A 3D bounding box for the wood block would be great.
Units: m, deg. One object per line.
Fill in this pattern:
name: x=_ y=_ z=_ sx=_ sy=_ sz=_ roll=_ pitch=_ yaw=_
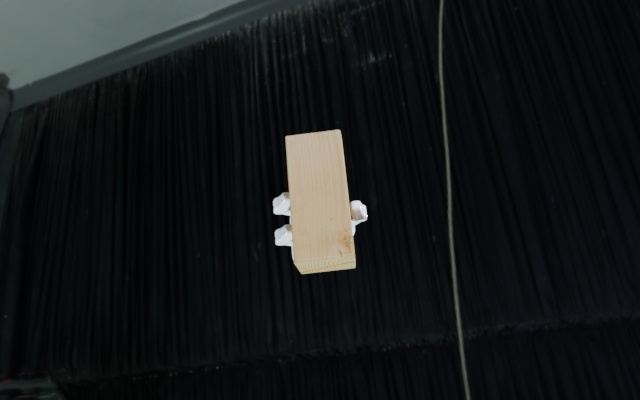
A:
wood block: x=0.000 y=0.003 z=0.761 sx=0.091 sy=0.206 sz=0.090 roll=-7 pitch=-20 yaw=3
